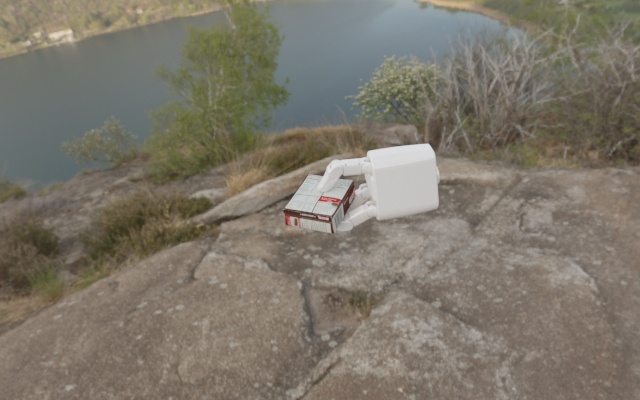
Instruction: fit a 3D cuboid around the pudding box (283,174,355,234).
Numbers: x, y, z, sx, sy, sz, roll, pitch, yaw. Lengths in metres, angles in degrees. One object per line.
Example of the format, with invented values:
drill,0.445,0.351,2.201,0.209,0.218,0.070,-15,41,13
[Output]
pudding box,0.000,0.003,0.814,0.090,0.039,0.113,8,37,21
